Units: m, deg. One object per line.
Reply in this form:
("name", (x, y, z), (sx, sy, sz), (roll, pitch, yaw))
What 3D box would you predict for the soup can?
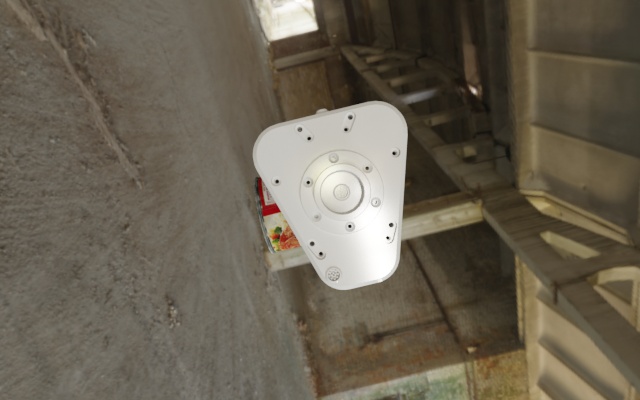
("soup can", (0.000, 0.001, 0.416), (0.102, 0.068, 0.068), (-13, 0, 1))
